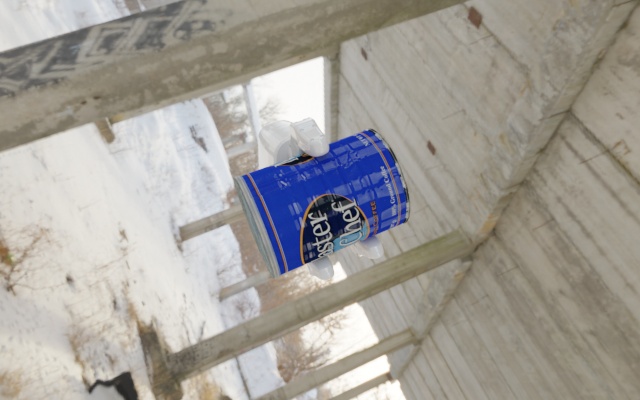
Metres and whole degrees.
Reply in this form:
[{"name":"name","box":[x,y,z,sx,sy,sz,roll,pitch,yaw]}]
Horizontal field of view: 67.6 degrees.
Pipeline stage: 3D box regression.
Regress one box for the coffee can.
[{"name":"coffee can","box":[0.000,0.002,0.463,0.140,0.103,0.103,-21,4,-12]}]
